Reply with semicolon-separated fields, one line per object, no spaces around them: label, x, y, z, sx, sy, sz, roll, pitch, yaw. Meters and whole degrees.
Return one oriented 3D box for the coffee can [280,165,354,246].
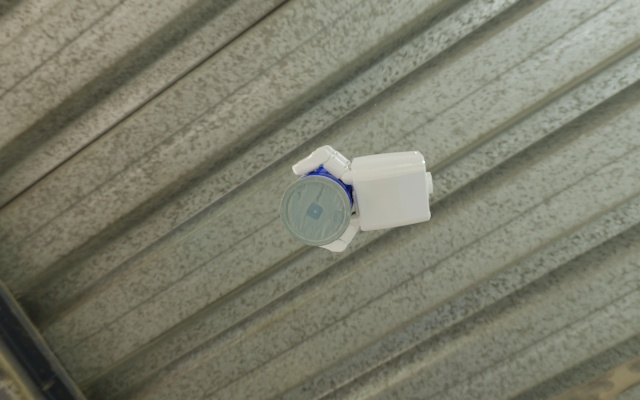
coffee can;0.000;0.003;0.743;0.103;0.103;0.140;0;11;7
